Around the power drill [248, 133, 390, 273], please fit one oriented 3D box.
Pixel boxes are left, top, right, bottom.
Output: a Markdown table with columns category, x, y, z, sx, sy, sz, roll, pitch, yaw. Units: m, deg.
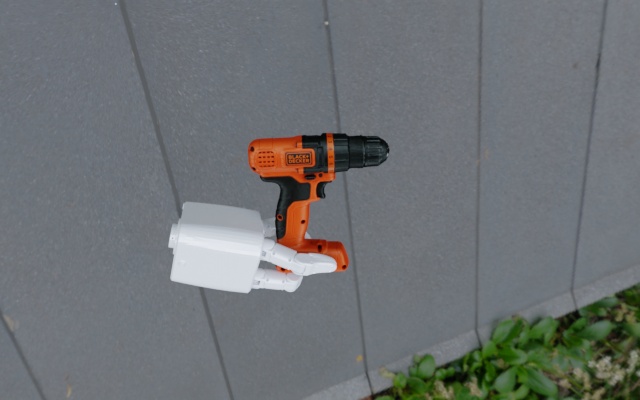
| category | x | y | z | sx | sy | sz | roll | pitch | yaw |
| --- | --- | --- | --- | --- | --- | --- | --- | --- | --- |
| power drill | 0.000 | 0.003 | 0.645 | 0.184 | 0.188 | 0.057 | -2 | 17 | 0 |
